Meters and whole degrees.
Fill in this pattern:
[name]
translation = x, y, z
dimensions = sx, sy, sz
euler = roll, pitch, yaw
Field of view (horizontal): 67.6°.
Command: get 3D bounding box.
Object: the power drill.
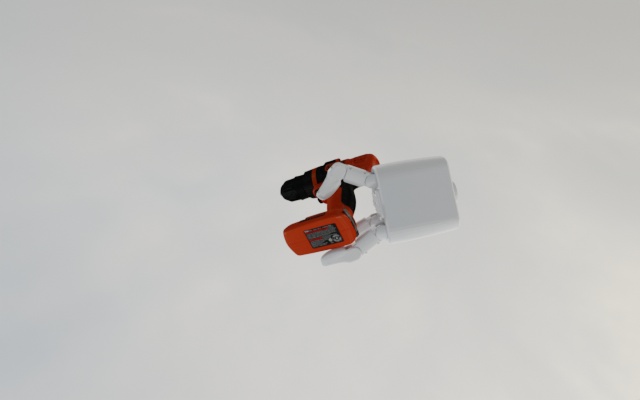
[power drill]
translation = 0.000, 0.003, 0.756
dimensions = 0.184, 0.057, 0.187
euler = -17, 31, 24
